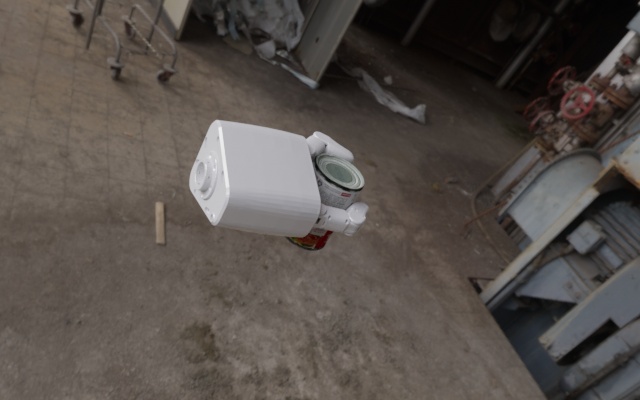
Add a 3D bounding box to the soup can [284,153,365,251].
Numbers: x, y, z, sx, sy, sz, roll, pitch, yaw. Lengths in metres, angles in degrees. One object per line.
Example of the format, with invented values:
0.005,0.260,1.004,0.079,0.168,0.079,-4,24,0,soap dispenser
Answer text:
0.001,0.002,0.579,0.068,0.102,0.068,23,32,-15,soup can
